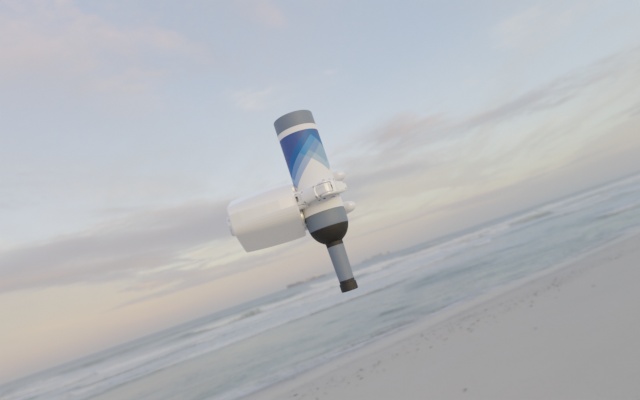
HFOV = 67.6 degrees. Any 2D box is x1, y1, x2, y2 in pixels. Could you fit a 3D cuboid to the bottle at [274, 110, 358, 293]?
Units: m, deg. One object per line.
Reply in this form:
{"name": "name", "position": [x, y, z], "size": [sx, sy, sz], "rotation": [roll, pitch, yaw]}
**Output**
{"name": "bottle", "position": [0.000, 0.002, 0.767], "size": [0.069, 0.295, 0.069], "rotation": [-18, -8, -3]}
